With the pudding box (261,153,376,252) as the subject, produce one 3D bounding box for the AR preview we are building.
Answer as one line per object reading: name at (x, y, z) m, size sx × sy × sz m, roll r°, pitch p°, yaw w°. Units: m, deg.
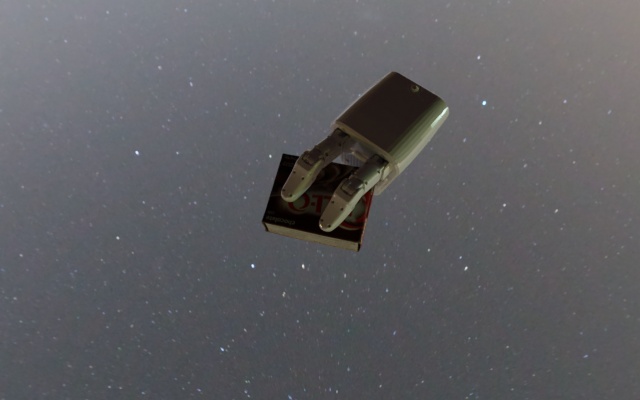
pudding box at (0.000, 0.002, 0.543) m, size 0.113 × 0.090 × 0.039 m, roll 10°, pitch -25°, yaw 10°
